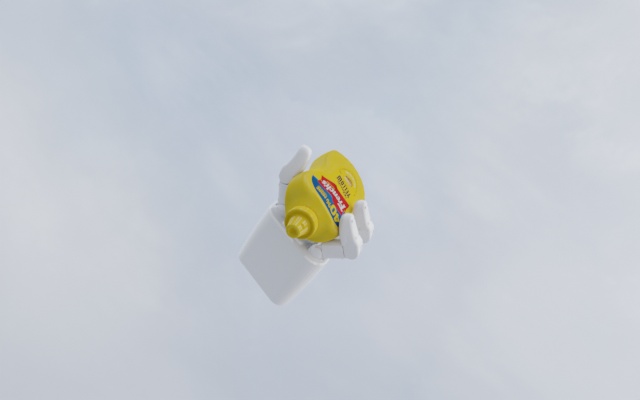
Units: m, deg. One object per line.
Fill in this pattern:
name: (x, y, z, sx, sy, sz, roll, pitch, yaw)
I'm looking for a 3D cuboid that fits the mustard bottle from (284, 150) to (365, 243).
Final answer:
mustard bottle: (0.000, 0.002, 0.639, 0.058, 0.096, 0.191, -23, 11, 29)
